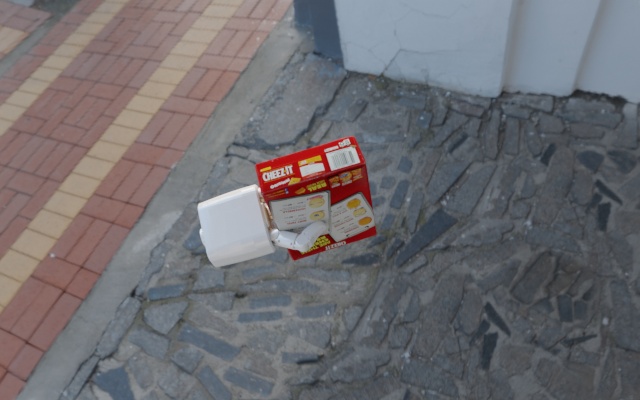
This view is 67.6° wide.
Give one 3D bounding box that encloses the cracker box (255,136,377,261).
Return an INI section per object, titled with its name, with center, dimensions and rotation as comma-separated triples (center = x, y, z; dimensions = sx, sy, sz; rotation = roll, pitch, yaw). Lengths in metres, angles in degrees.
[cracker box]
center = 0.000, 0.003, 0.803
dimensions = 0.164, 0.072, 0.214
rotation = -17, -36, 0
